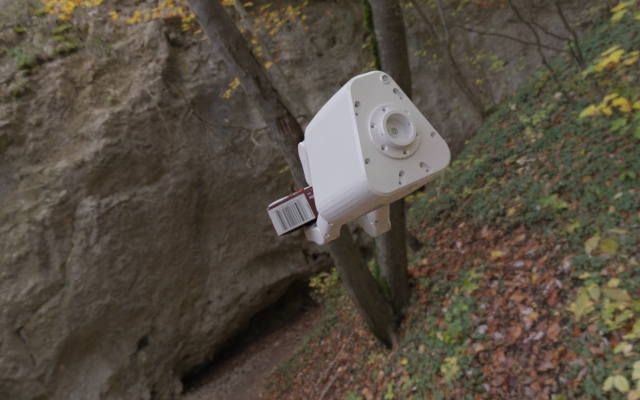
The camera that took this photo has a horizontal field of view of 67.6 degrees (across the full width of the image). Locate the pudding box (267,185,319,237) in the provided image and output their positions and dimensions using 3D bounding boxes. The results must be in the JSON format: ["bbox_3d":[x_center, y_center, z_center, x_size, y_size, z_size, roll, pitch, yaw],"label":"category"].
[{"bbox_3d":[0.000,0.002,0.563,0.113,0.039,0.090,-24,-4,4],"label":"pudding box"}]
